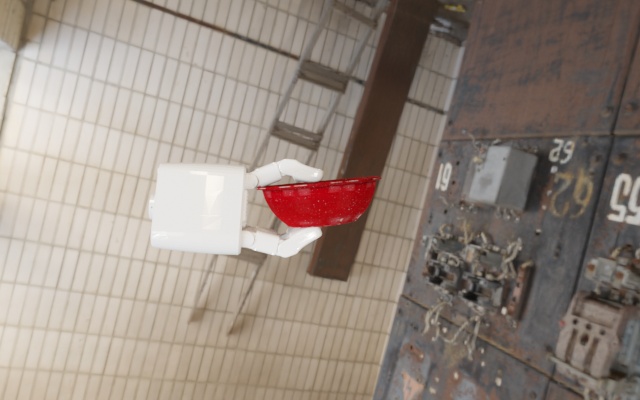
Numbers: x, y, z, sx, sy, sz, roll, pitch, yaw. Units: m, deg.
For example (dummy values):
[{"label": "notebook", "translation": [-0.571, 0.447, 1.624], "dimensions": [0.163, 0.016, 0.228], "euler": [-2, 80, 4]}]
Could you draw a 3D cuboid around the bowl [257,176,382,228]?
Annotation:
[{"label": "bowl", "translation": [0.001, 0.002, 0.619], "dimensions": [0.162, 0.055, 0.162], "euler": [-6, 3, 0]}]
